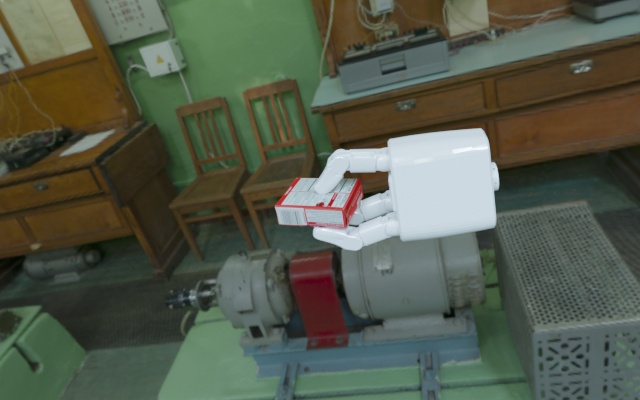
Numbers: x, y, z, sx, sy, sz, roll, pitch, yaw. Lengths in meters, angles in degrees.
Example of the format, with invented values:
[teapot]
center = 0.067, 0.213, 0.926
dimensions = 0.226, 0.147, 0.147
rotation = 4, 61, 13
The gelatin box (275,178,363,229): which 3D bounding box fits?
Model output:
[gelatin box]
center = 0.000, 0.001, 0.579
dimensions = 0.089, 0.030, 0.073
rotation = 2, 31, 20
